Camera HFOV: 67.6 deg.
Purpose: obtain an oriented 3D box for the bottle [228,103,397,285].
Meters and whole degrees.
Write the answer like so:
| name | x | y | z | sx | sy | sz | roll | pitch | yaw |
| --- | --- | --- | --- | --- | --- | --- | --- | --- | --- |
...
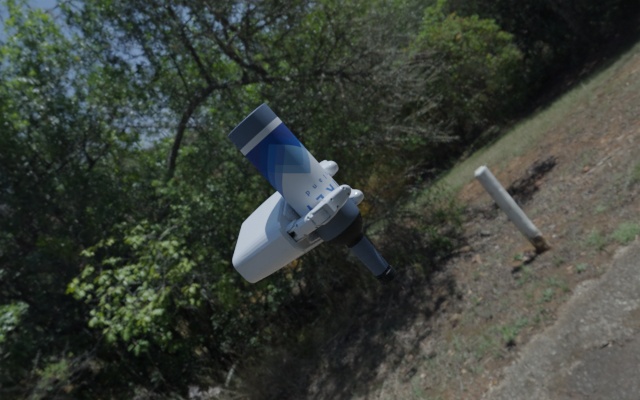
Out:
| name | x | y | z | sx | sy | sz | roll | pitch | yaw |
| --- | --- | --- | --- | --- | --- | --- | --- | --- | --- |
| bottle | 0.000 | 0.002 | 0.649 | 0.069 | 0.296 | 0.069 | -41 | 10 | 8 |
